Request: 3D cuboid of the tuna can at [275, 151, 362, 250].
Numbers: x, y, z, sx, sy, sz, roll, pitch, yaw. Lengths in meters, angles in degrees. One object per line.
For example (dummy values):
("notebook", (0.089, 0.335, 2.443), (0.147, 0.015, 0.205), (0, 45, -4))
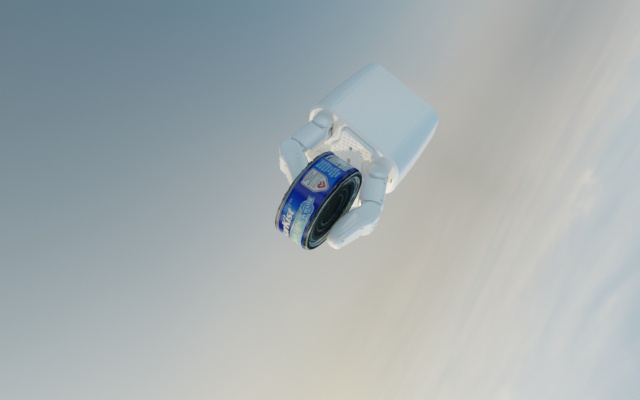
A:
("tuna can", (0.000, 0.002, 0.423), (0.033, 0.086, 0.086), (35, 11, 17))
